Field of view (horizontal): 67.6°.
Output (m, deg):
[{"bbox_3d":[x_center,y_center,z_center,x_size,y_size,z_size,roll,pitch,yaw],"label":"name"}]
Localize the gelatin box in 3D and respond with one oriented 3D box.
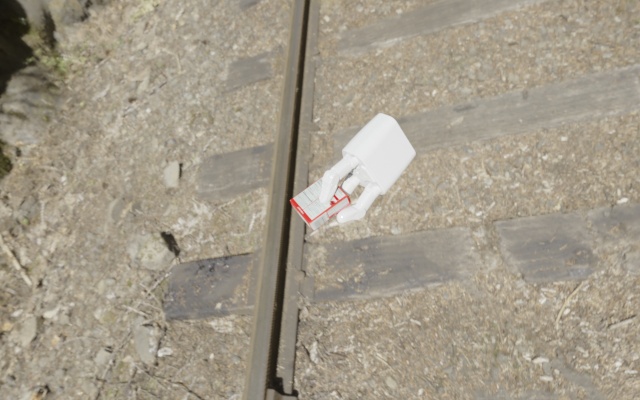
[{"bbox_3d":[0.000,0.003,0.879,0.073,0.089,0.030,48,-10,39],"label":"gelatin box"}]
